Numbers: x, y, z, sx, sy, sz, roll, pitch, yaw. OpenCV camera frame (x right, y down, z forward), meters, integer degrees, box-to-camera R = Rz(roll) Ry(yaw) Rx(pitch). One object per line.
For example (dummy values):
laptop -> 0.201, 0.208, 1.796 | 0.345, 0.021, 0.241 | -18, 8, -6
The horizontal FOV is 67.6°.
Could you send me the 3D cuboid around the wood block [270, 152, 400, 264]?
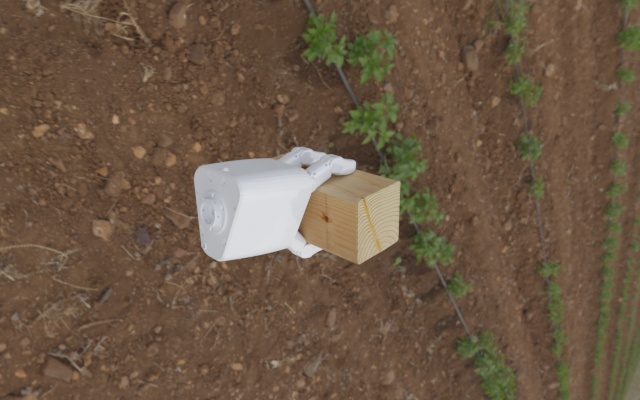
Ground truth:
wood block -> 0.000, 0.003, 0.670 | 0.206, 0.091, 0.090 | 19, 31, 40
